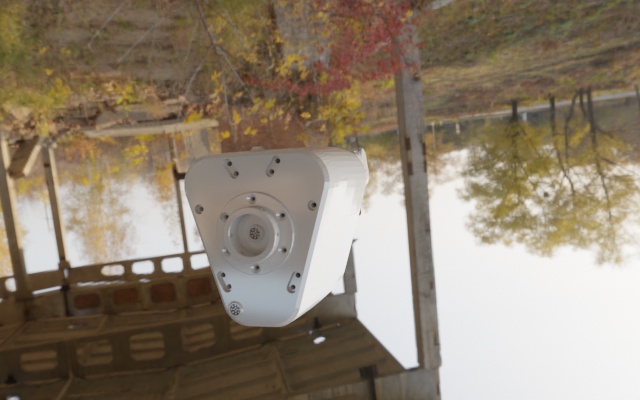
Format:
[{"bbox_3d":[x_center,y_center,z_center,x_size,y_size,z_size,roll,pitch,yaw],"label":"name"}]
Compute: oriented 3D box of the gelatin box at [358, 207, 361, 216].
[{"bbox_3d":[0.000,0.002,0.459,0.073,0.030,0.089,-3,-1,2],"label":"gelatin box"}]
